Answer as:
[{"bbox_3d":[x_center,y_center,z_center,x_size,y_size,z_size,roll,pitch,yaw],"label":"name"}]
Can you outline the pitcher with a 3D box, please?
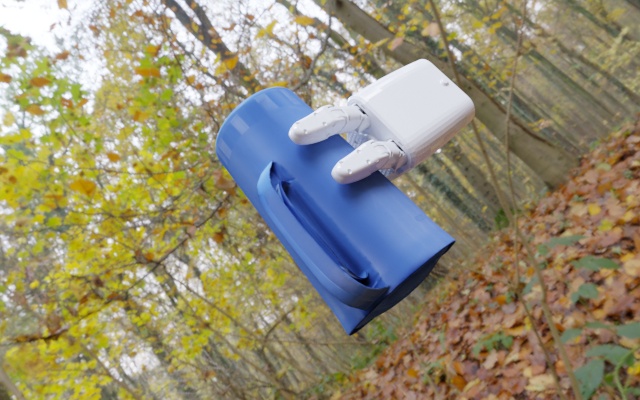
[{"bbox_3d":[0.000,0.001,0.470,0.145,0.242,0.149,-35,-18,-23],"label":"pitcher"}]
